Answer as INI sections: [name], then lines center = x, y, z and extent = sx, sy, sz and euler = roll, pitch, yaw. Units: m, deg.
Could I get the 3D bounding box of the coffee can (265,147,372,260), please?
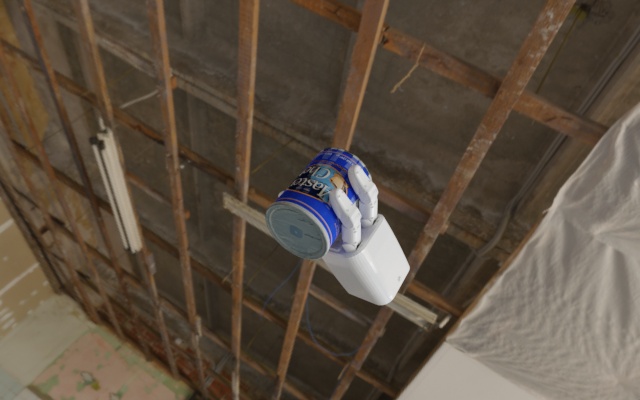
[coffee can]
center = 0.000, 0.002, 0.703
extent = 0.103, 0.103, 0.140
euler = 0, 38, 39
